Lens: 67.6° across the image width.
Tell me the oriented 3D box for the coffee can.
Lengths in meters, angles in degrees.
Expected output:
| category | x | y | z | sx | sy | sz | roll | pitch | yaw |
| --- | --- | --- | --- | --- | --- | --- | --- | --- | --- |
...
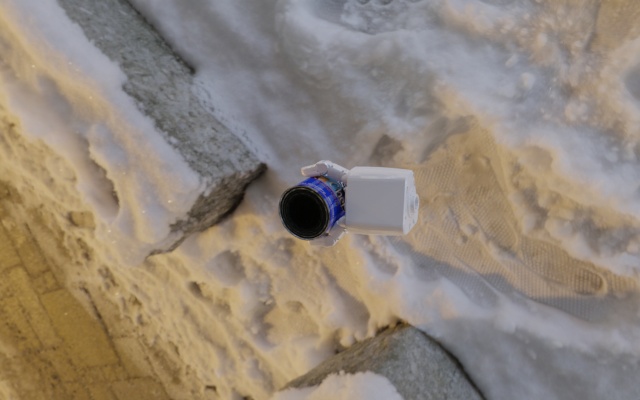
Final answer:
| category | x | y | z | sx | sy | sz | roll | pitch | yaw |
| --- | --- | --- | --- | --- | --- | --- | --- | --- | --- |
| coffee can | 0.000 | 0.003 | 0.893 | 0.103 | 0.103 | 0.140 | 0 | 16 | 27 |
